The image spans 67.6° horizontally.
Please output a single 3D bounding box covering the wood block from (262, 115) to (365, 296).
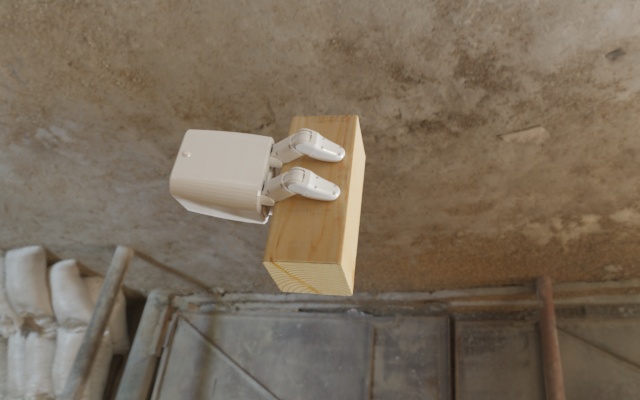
[{"bbox_3d":[0.000,0.002,0.590,0.090,0.206,0.091,1,-32,12],"label":"wood block"}]
